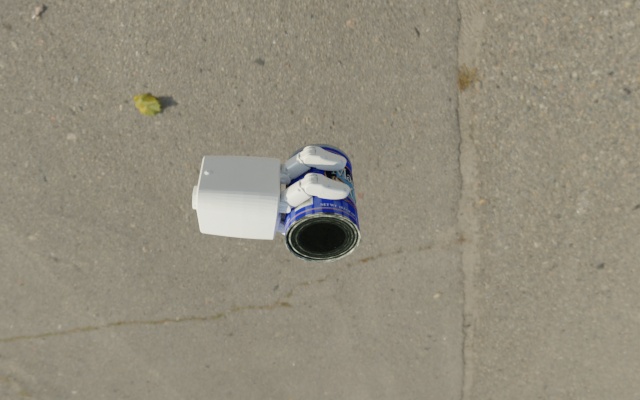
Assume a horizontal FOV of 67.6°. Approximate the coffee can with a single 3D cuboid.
[{"bbox_3d":[0.000,0.002,0.683,0.103,0.140,0.103,-2,-44,-2],"label":"coffee can"}]
